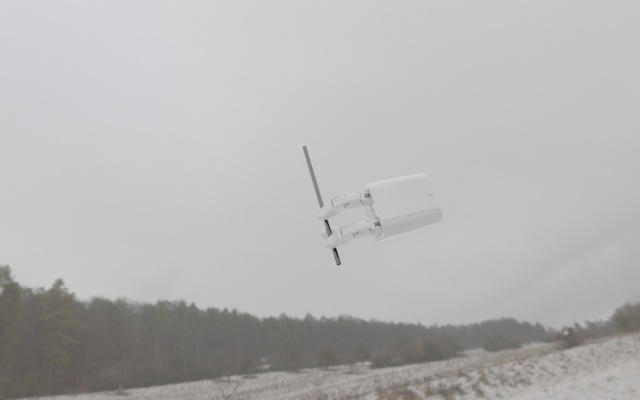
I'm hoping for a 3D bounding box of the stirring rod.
[{"bbox_3d":[0.000,0.003,0.849,0.011,0.239,0.011,-13,-26,-7],"label":"stirring rod"}]
